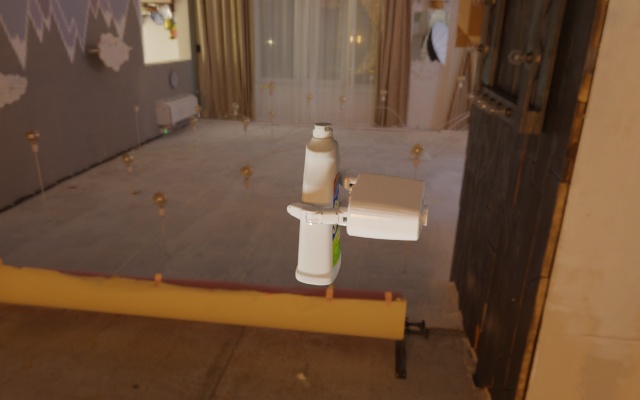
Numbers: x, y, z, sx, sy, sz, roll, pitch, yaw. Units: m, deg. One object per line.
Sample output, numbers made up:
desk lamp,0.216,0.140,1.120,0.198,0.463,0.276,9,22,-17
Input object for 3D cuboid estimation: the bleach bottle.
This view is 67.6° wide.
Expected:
bleach bottle,0.000,0.003,0.773,0.068,0.251,0.102,5,21,12
